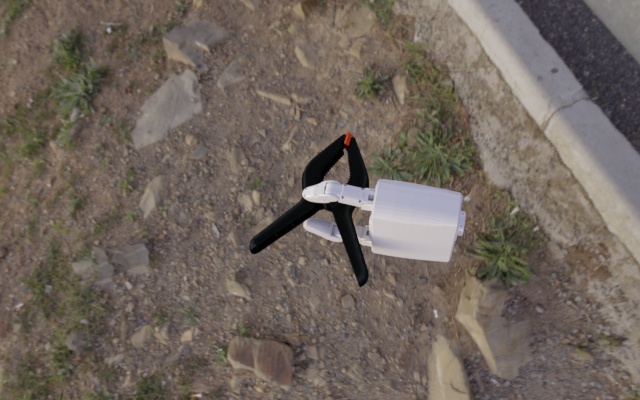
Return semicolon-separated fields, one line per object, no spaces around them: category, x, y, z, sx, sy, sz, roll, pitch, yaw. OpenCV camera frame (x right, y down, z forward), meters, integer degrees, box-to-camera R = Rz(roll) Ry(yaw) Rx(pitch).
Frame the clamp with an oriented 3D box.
clamp;0.000;0.001;0.654;0.164;0.210;0.036;9;-19;10
